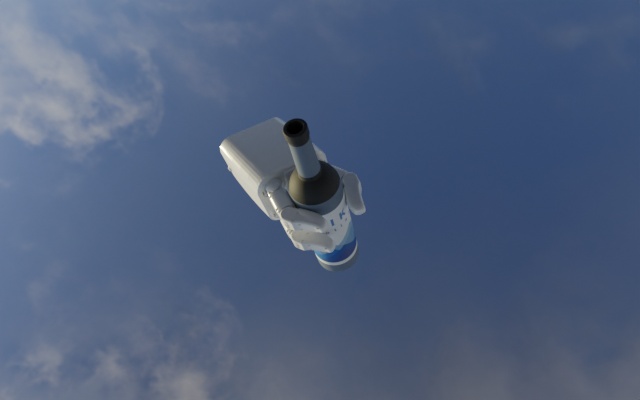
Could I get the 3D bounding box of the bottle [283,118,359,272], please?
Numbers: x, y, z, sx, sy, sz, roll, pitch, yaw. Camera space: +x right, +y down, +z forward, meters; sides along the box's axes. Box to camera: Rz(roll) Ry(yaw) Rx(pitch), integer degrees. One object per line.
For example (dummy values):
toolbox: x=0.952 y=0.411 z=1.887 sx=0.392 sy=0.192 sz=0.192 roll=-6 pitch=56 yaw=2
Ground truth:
bottle: x=0.000 y=0.002 z=0.627 sx=0.069 sy=0.069 sz=0.296 roll=0 pitch=-33 yaw=13
